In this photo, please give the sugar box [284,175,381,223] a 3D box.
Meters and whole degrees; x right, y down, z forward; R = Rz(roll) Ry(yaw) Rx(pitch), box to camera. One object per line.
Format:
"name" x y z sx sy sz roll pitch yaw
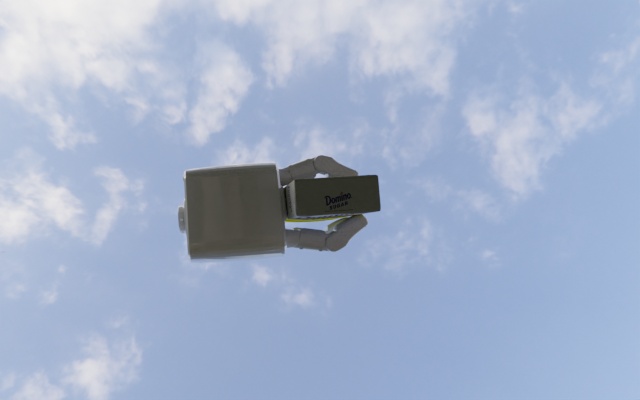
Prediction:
"sugar box" 0.000 0.002 0.574 0.093 0.048 0.176 -4 -1 -12
